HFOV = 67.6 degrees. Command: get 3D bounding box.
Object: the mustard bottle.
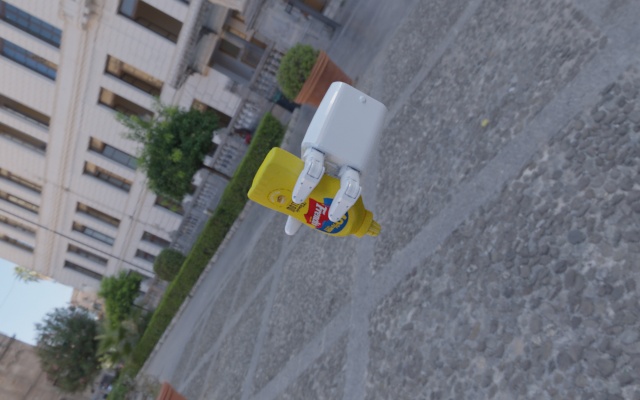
[{"bbox_3d":[0.000,0.002,0.672,0.191,0.058,0.096,26,-41,-12],"label":"mustard bottle"}]
